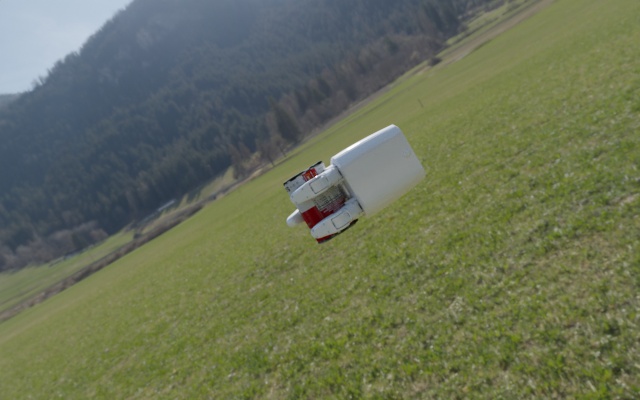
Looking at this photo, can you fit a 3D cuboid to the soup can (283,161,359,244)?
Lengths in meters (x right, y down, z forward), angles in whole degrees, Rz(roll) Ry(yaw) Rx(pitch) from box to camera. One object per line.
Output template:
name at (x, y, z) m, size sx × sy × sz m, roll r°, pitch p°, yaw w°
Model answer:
soup can at (0.000, 0.002, 0.688) m, size 0.068 × 0.102 × 0.068 m, roll -31°, pitch 3°, yaw 2°
